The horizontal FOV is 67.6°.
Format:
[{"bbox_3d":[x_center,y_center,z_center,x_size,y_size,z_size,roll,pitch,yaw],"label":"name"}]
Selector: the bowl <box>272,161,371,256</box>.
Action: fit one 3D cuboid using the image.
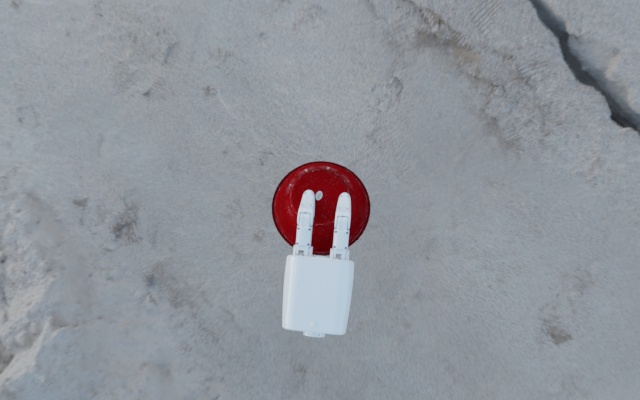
[{"bbox_3d":[0.000,0.001,0.755,0.162,0.162,0.055,0,-18,2],"label":"bowl"}]
